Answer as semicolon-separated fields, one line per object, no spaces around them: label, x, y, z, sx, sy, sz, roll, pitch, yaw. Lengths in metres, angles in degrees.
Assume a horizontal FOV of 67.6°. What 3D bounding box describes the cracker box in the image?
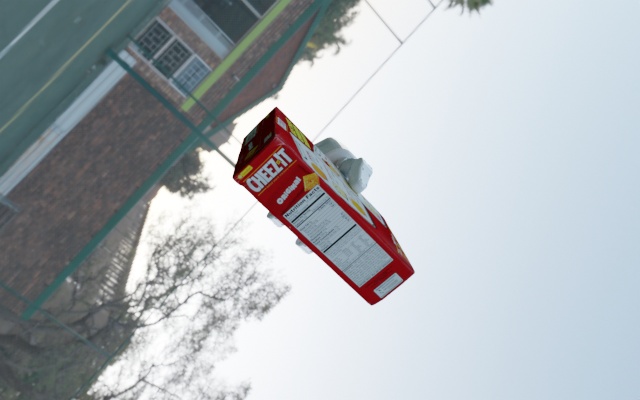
cracker box;0.000;0.002;0.557;0.214;0.072;0.164;44;11;-18
